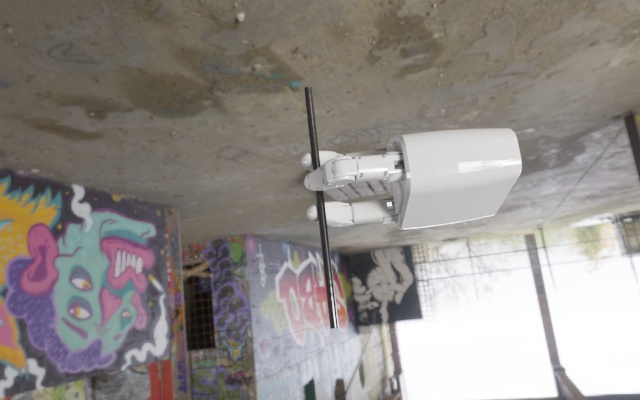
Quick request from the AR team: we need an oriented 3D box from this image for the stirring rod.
[{"bbox_3d":[0.000,0.001,0.468,0.011,0.239,0.011,-6,-12,-1],"label":"stirring rod"}]
